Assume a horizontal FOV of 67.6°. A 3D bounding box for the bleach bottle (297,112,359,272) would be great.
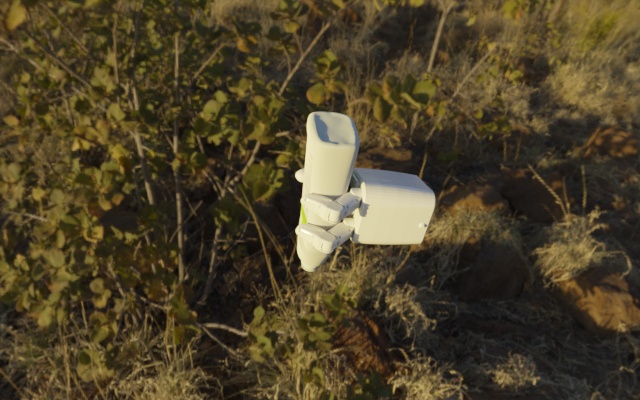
[{"bbox_3d":[0.000,0.002,0.713,0.068,0.251,0.102,3,38,-10],"label":"bleach bottle"}]
